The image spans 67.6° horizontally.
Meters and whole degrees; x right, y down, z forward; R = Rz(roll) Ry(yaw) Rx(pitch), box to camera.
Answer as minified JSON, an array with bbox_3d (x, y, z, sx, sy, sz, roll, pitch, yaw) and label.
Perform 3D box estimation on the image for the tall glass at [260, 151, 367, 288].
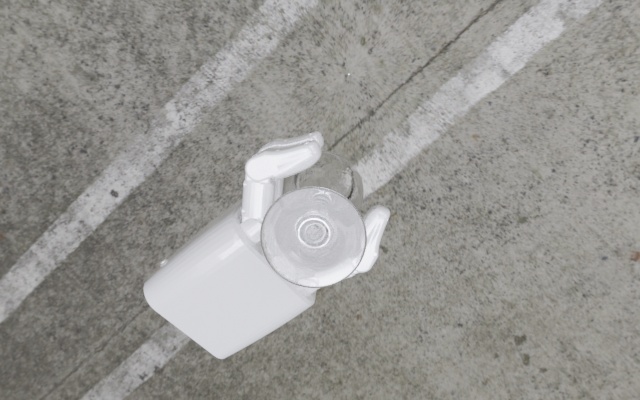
[{"bbox_3d":[0.000,0.002,0.424,0.079,0.079,0.201,0,15,4],"label":"tall glass"}]
